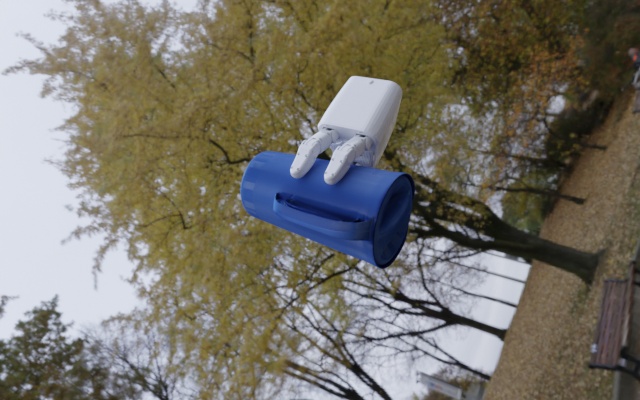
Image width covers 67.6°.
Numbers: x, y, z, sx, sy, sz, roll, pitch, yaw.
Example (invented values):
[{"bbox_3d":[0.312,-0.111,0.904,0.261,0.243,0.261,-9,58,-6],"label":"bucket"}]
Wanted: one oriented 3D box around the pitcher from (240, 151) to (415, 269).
[{"bbox_3d":[0.000,0.002,0.688,0.243,0.145,0.149,15,-28,29],"label":"pitcher"}]
